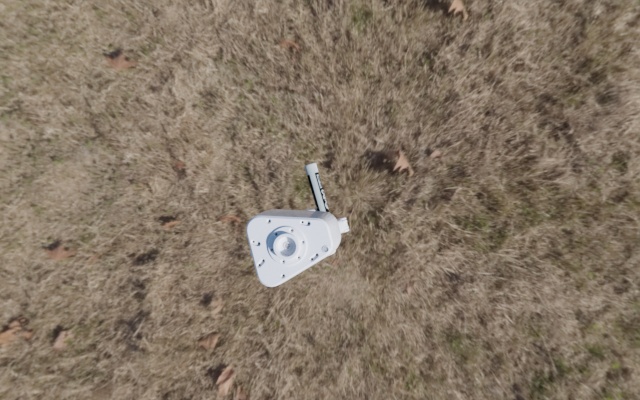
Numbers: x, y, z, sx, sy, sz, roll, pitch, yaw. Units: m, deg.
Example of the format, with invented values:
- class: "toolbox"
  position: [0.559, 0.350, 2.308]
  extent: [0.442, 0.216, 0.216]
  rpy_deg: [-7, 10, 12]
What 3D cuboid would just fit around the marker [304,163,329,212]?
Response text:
- class: "marker"
  position: [0.000, 0.002, 0.738]
  extent: [0.020, 0.121, 0.020]
  rpy_deg: [-16, 0, 0]
